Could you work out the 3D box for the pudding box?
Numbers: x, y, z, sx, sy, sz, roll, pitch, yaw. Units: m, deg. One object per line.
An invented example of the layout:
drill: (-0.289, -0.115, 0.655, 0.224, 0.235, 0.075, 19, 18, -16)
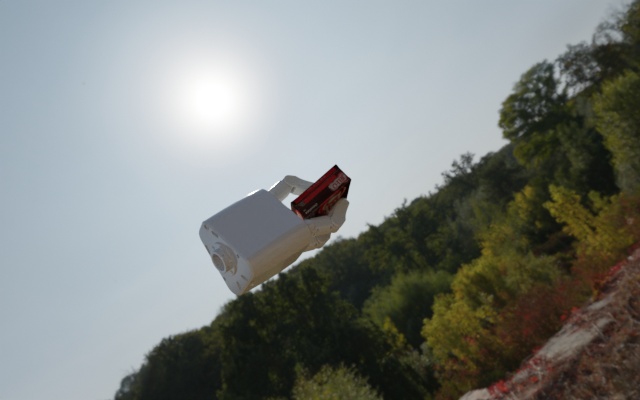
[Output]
pudding box: (0.000, 0.002, 0.722, 0.090, 0.039, 0.113, -40, -10, -12)
